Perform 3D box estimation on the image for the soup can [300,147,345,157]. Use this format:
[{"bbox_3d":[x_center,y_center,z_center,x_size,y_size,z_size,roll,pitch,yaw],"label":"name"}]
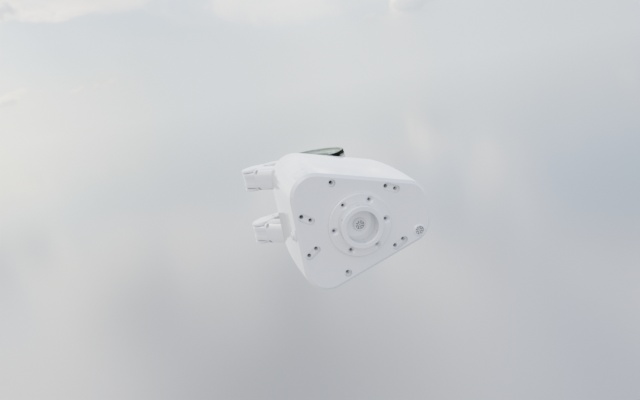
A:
[{"bbox_3d":[0.000,0.001,0.494,0.068,0.102,0.068,-10,13,2],"label":"soup can"}]
